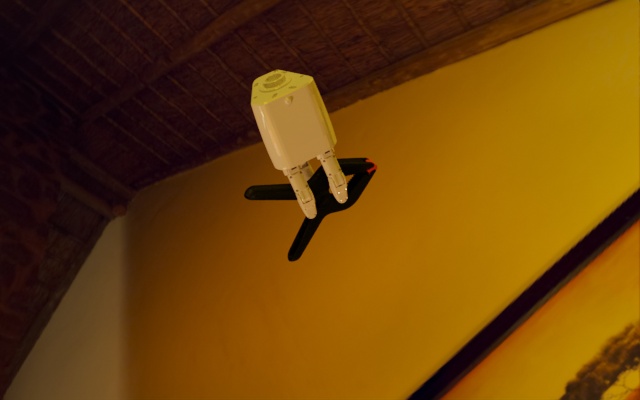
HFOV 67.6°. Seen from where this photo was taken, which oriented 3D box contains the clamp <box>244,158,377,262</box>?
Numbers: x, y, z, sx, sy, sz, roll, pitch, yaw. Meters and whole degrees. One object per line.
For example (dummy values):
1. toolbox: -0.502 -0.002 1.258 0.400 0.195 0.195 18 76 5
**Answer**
1. clamp: 0.000 0.002 0.771 0.210 0.165 0.036 -27 38 -8
